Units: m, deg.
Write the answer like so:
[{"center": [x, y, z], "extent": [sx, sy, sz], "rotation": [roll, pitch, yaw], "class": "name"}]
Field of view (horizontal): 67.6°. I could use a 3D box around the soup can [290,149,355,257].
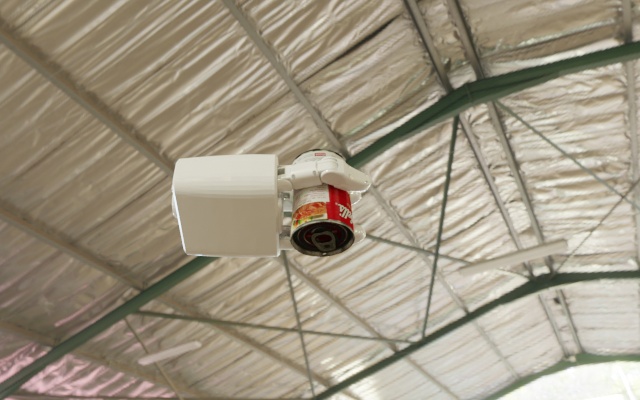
[{"center": [0.001, 0.001, 0.529], "extent": [0.068, 0.102, 0.069], "rotation": [-2, -38, -1], "class": "soup can"}]
